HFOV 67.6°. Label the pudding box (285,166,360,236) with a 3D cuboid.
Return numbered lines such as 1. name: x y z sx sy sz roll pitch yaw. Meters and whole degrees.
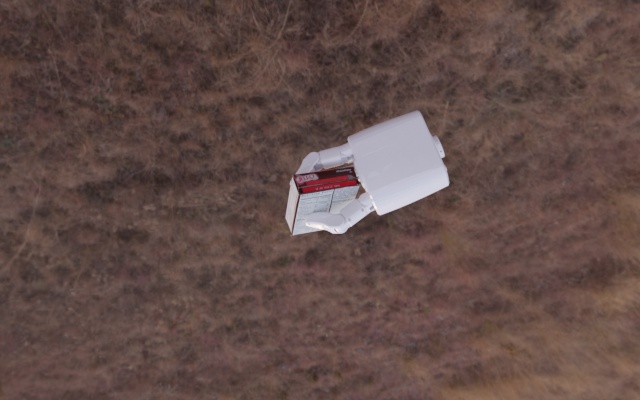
1. pudding box: 0.000 0.002 0.685 0.090 0.039 0.114 -8 -34 -16
